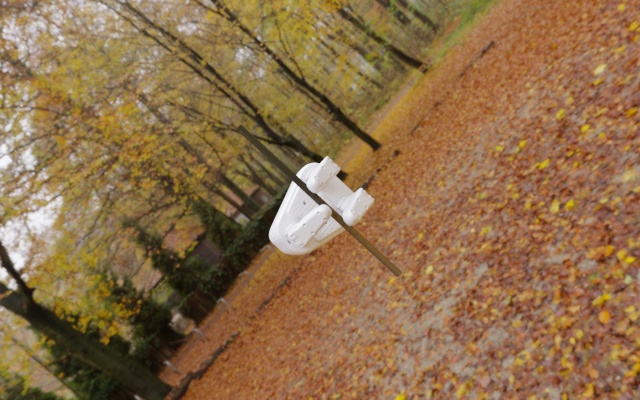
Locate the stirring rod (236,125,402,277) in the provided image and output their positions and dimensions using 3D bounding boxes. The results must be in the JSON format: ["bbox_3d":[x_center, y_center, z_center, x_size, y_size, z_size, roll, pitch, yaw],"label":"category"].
[{"bbox_3d":[0.000,0.002,0.525,0.239,0.011,0.011,43,-4,-4],"label":"stirring rod"}]
